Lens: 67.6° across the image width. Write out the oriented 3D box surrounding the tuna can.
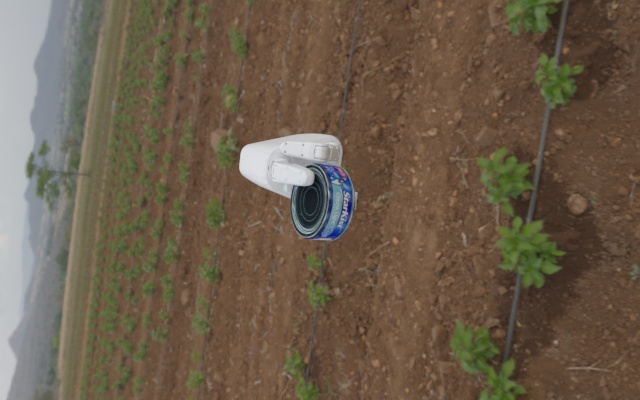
[{"bbox_3d":[0.000,0.002,0.534,0.034,0.086,0.086,6,-3,-33],"label":"tuna can"}]
